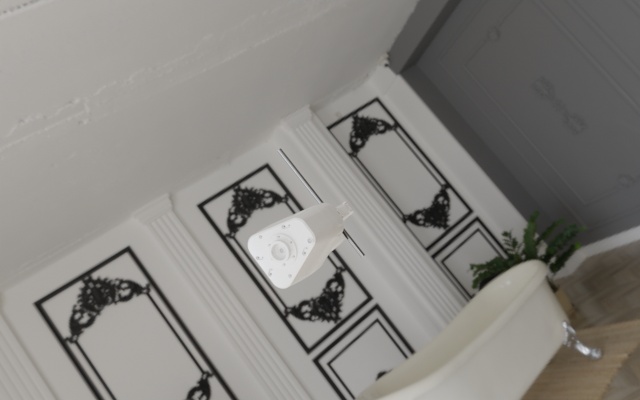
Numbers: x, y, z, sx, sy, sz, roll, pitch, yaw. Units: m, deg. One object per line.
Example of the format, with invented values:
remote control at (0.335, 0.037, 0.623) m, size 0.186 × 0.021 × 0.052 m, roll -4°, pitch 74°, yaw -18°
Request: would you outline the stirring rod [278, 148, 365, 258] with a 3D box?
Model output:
stirring rod at (0.000, 0.003, 0.839) m, size 0.011 × 0.239 × 0.011 m, roll -38°, pitch -8°, yaw -6°
